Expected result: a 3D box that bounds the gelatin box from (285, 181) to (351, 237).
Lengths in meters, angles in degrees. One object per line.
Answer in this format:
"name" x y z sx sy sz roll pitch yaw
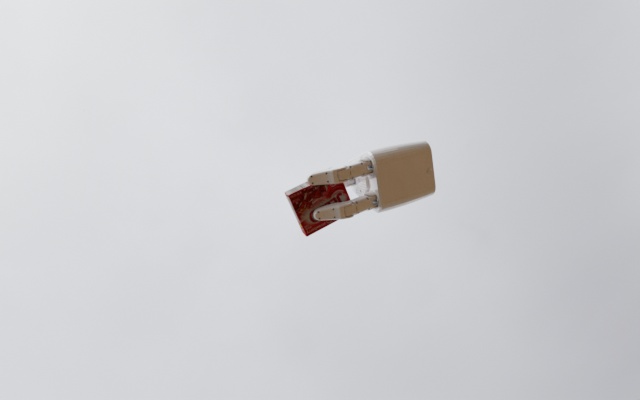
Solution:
"gelatin box" 0.000 0.002 0.736 0.089 0.073 0.030 -27 18 -10
